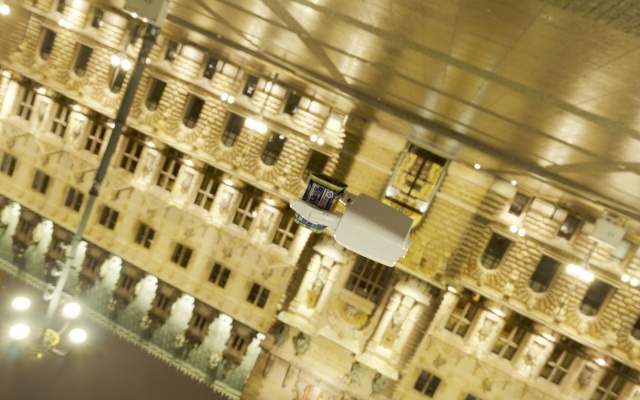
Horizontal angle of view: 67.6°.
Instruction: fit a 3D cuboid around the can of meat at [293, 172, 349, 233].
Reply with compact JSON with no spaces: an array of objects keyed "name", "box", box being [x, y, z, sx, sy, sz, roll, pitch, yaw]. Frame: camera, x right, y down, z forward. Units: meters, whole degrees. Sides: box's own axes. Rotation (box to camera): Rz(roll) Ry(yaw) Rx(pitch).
[{"name":"can of meat","box":[0.000,0.003,0.805,0.057,0.084,0.102,25,9,9]}]
